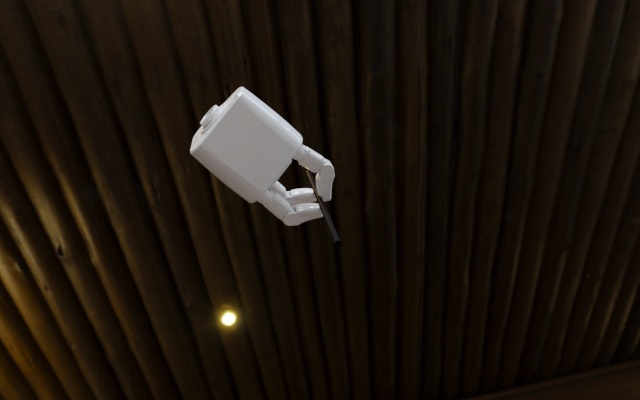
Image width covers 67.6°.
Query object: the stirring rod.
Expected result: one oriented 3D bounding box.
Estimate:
[{"bbox_3d":[0.000,0.002,0.672,0.011,0.011,0.239,0,24,-11],"label":"stirring rod"}]
